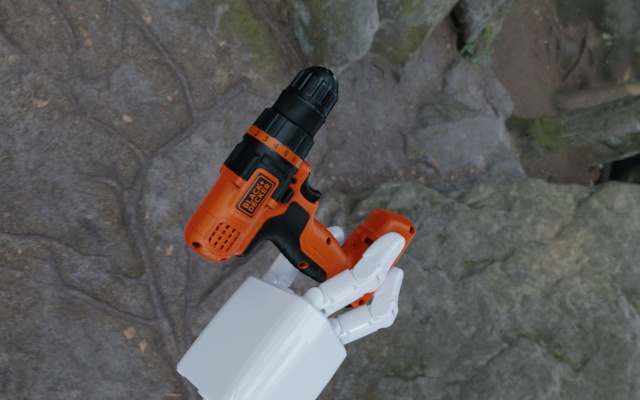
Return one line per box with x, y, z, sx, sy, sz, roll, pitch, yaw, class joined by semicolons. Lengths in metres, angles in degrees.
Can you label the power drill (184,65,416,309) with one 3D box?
0.000;0.002;0.429;0.188;0.184;0.057;36;0;-30;power drill
